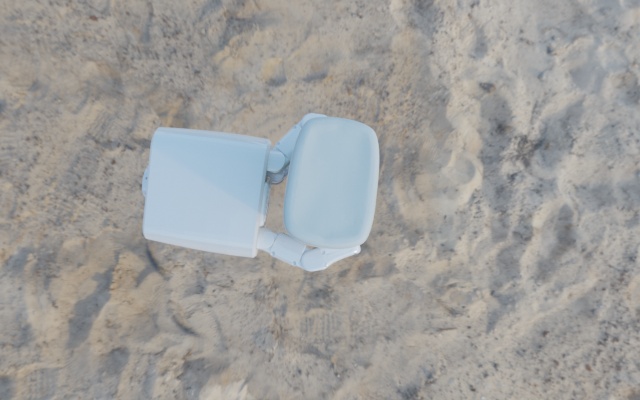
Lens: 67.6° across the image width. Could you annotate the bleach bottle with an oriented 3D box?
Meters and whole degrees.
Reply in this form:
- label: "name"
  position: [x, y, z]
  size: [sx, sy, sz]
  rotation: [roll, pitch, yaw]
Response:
- label: "bleach bottle"
  position: [0.000, 0.001, 0.470]
  size: [0.068, 0.102, 0.251]
  rotation: [9, -9, -3]
